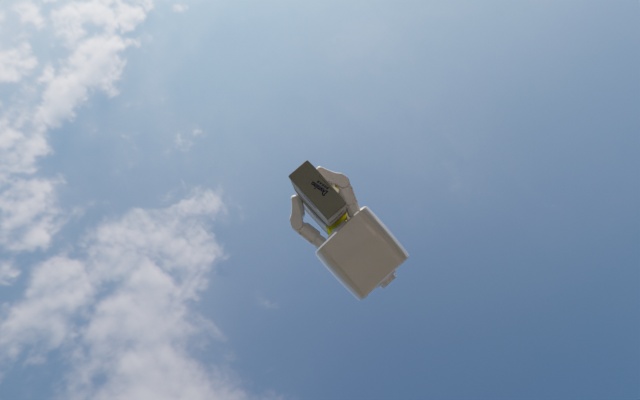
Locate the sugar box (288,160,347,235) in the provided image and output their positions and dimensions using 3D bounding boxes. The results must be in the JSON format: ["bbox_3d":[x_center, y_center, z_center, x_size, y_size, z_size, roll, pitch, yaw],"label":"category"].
[{"bbox_3d":[0.001,0.002,0.789,0.048,0.093,0.176,-41,-11,-8],"label":"sugar box"}]
